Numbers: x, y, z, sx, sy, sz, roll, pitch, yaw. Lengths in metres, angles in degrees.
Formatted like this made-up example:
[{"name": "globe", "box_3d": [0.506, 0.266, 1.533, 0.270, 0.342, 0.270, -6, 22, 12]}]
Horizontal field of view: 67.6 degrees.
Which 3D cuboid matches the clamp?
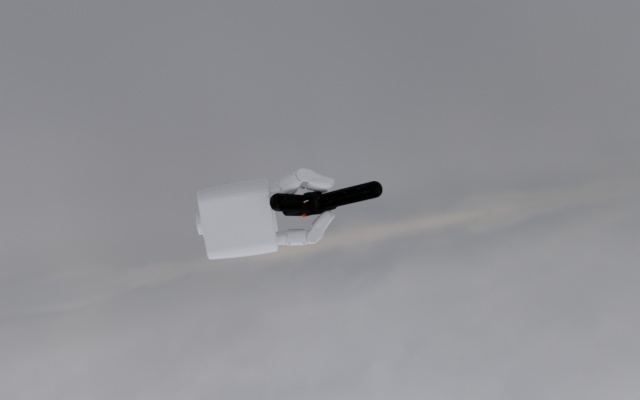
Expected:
[{"name": "clamp", "box_3d": [0.000, 0.003, 0.758, 0.164, 0.036, 0.210, -7, -5, -7]}]
